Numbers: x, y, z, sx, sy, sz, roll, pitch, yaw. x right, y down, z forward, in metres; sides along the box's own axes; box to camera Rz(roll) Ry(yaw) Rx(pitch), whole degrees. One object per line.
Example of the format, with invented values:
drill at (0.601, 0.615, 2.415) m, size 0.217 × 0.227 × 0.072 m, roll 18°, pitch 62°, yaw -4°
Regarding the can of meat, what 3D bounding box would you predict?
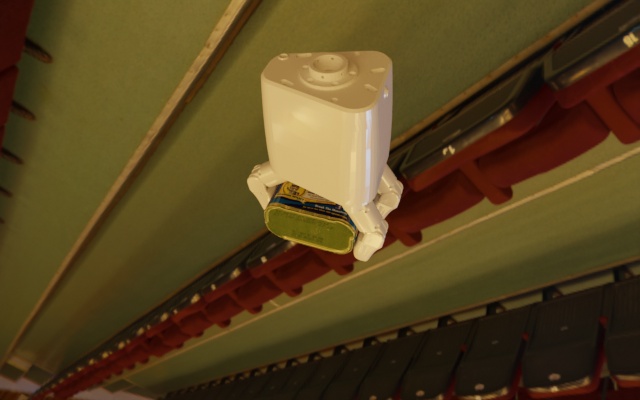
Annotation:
can of meat at (0.000, 0.002, 0.509) m, size 0.102 × 0.084 × 0.057 m, roll 13°, pitch -41°, yaw 12°
